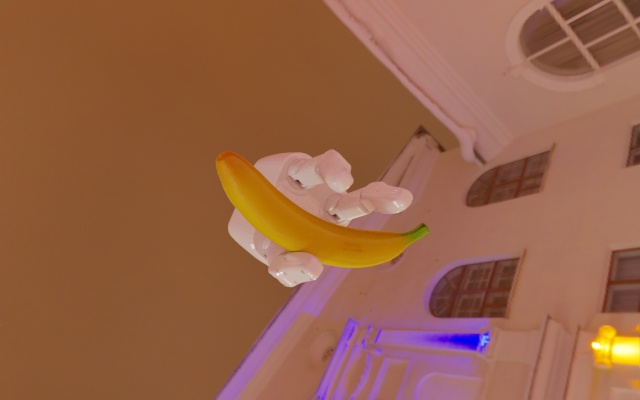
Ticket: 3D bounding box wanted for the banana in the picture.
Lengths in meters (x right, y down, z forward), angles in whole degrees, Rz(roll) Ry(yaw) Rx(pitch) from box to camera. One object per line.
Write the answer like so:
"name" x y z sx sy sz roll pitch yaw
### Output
"banana" -0.004 0.019 0.412 0.198 0.070 0.037 19 15 -22
